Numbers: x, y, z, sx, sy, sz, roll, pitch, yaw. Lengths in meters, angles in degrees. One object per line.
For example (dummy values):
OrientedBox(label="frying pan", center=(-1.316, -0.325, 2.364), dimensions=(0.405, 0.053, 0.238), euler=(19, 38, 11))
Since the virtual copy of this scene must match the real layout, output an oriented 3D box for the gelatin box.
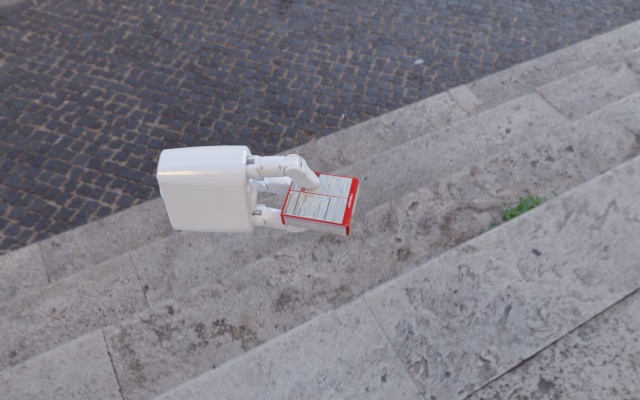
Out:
OrientedBox(label="gelatin box", center=(0.000, 0.002, 0.616), dimensions=(0.089, 0.073, 0.030), euler=(8, -32, 12))
